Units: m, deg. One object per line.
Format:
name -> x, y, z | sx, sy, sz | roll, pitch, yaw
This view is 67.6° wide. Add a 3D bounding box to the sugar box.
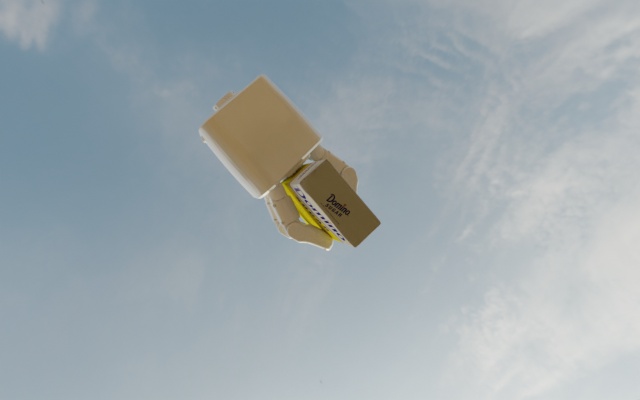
sugar box -> 0.000, 0.002, 0.572 | 0.048, 0.093, 0.176 | -42, 10, -7
